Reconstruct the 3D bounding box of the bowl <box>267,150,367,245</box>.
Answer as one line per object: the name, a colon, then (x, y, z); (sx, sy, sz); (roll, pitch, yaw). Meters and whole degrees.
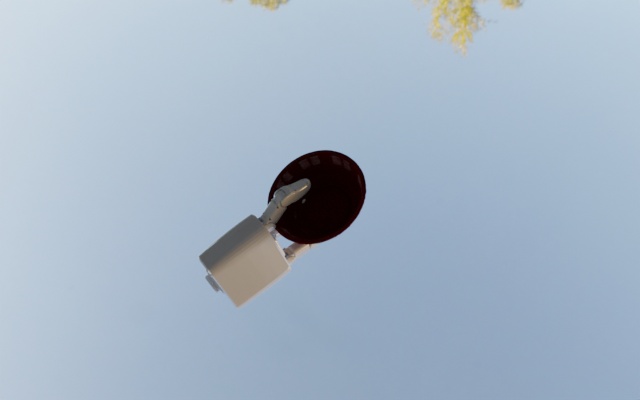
bowl: (0.001, 0.002, 0.754); (0.162, 0.162, 0.055); (0, -25, 22)
